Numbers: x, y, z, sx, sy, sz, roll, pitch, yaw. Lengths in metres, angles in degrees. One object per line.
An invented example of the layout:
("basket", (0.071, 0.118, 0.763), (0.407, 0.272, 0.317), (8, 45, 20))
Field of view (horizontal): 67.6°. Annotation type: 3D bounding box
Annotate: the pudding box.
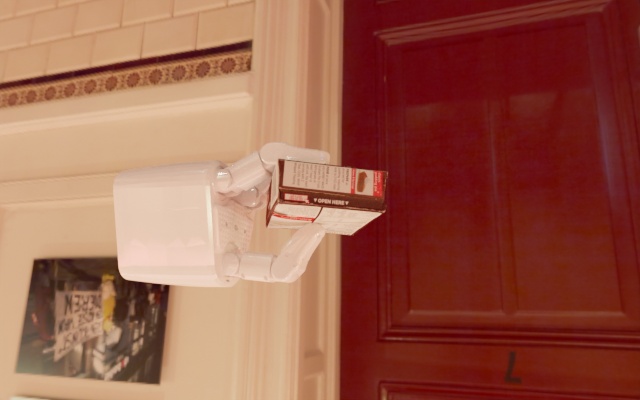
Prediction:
("pudding box", (0.000, 0.002, 0.422), (0.090, 0.039, 0.113), (5, -13, -9))
